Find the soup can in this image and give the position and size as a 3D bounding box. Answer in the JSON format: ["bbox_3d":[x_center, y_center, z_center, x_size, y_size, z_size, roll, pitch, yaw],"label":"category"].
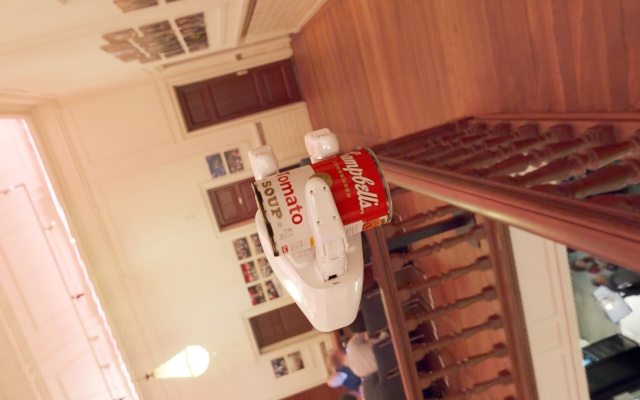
[{"bbox_3d":[0.000,0.001,0.402,0.102,0.068,0.068,-17,2,-8],"label":"soup can"}]
